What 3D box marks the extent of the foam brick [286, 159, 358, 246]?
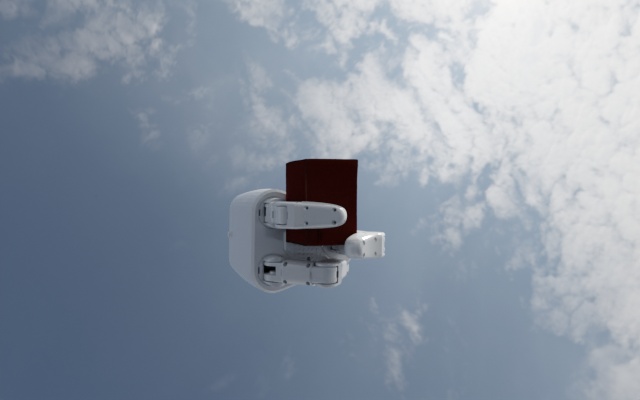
[{"bbox_3d":[0.000,0.001,0.438,0.053,0.078,0.051,1,0,-24],"label":"foam brick"}]
